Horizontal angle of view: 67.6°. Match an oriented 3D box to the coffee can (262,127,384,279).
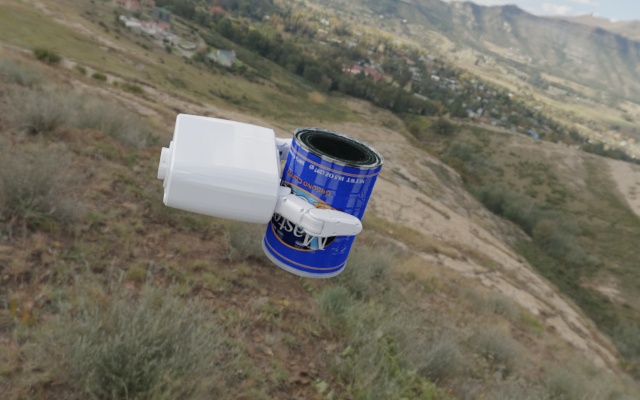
[{"bbox_3d":[0.000,0.002,0.540,0.103,0.140,0.102,15,24,-7],"label":"coffee can"}]
